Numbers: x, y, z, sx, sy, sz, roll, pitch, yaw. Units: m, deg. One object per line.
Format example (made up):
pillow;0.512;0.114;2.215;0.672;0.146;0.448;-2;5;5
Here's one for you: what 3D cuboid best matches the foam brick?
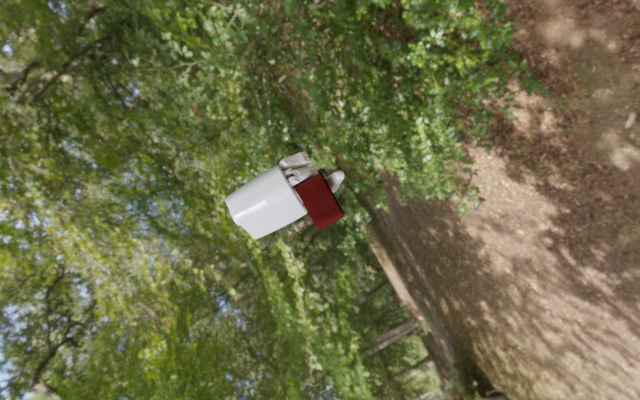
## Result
foam brick;0.000;0.003;0.798;0.051;0.078;0.053;-29;-13;1
